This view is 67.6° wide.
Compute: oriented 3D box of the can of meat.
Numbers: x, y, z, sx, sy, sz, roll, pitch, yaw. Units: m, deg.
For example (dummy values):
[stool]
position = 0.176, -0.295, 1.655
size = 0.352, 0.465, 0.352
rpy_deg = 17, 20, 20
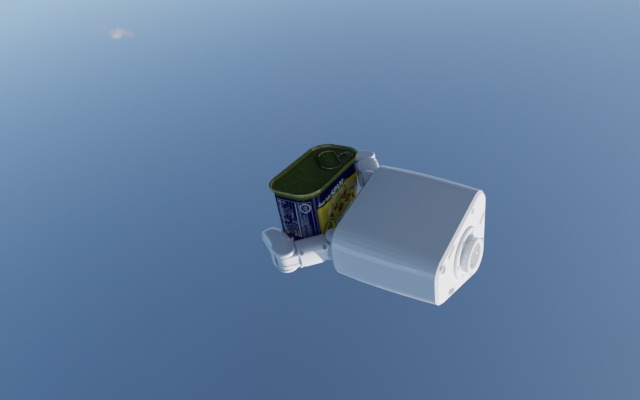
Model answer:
[can of meat]
position = 0.000, 0.002, 0.496
size = 0.057, 0.084, 0.102
rpy_deg = 12, 38, 31
